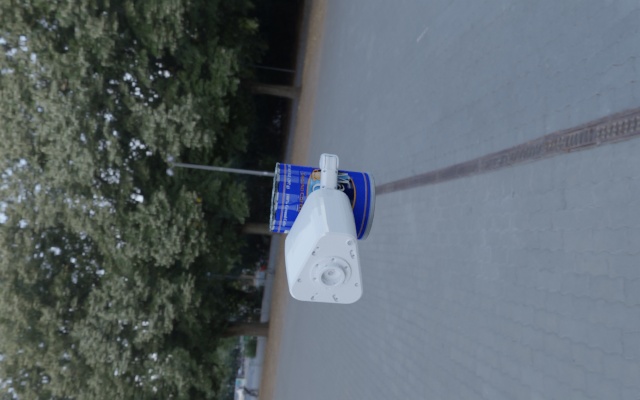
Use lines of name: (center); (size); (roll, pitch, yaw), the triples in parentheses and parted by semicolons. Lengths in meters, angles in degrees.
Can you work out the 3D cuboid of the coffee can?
coffee can: (0.000, 0.002, 0.706); (0.140, 0.103, 0.103); (6, -1, -8)
